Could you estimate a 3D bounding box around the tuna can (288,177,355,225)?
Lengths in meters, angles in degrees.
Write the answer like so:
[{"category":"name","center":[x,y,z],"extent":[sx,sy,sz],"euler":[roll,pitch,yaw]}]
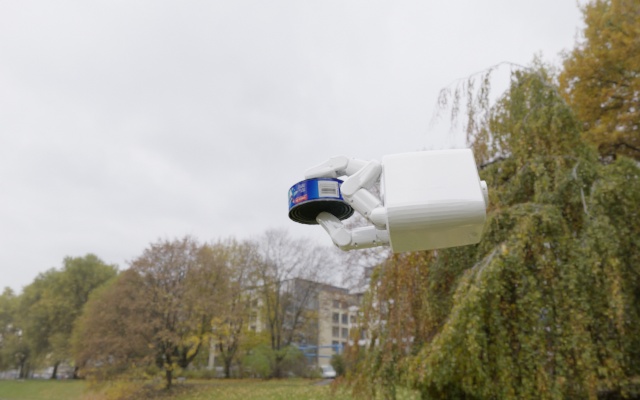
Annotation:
[{"category":"tuna can","center":[0.000,0.001,0.618],"extent":[0.086,0.033,0.086],"euler":[-4,-23,-2]}]
